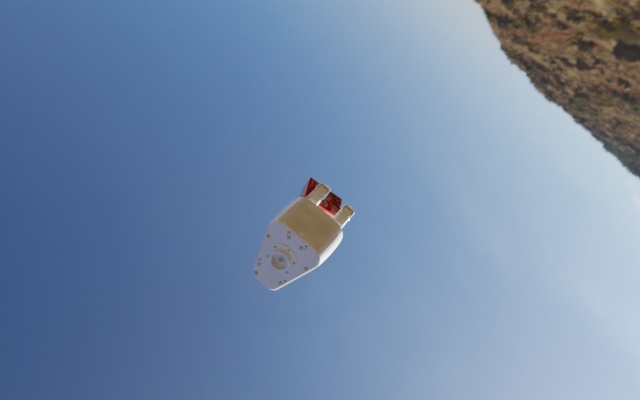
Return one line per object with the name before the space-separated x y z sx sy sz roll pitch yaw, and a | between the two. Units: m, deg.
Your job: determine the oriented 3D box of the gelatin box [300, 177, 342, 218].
gelatin box | 0.000 0.003 0.848 0.073 0.030 0.089 35 21 -9
